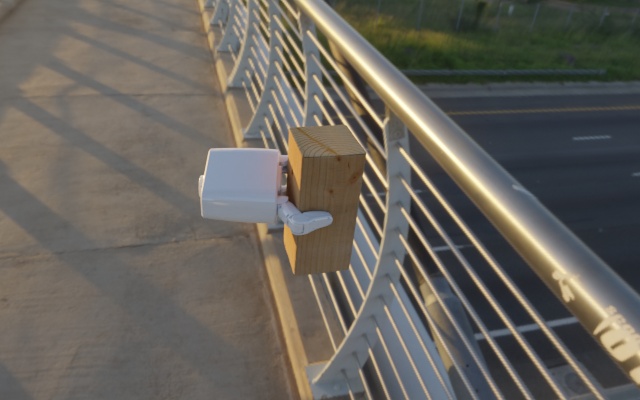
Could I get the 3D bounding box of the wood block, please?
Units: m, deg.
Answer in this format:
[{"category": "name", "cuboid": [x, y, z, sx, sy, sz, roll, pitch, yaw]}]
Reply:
[{"category": "wood block", "cuboid": [0.000, 0.002, 0.711, 0.090, 0.206, 0.090, -5, 35, -15]}]
